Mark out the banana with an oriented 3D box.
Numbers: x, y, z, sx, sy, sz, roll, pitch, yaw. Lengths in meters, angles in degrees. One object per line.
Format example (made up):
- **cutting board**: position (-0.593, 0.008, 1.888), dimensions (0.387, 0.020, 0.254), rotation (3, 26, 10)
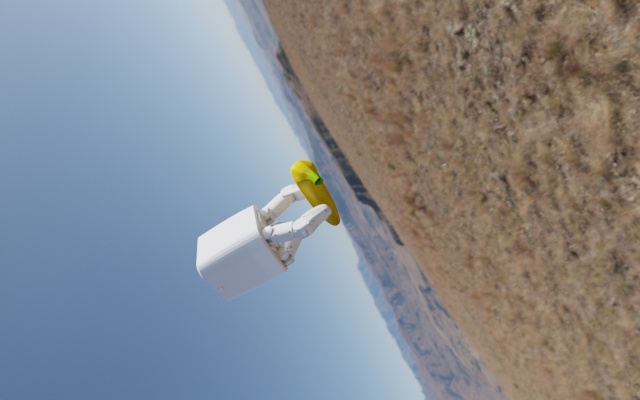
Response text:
- **banana**: position (-0.009, -0.014, 0.702), dimensions (0.037, 0.069, 0.198), rotation (-29, -21, 1)
